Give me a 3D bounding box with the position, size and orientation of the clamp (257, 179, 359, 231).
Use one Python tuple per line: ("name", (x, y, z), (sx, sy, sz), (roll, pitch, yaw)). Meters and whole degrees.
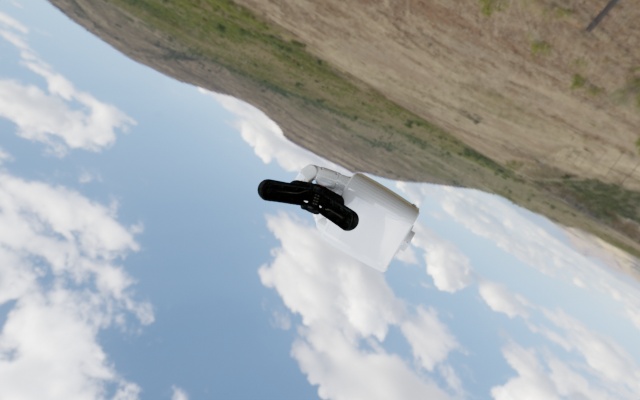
("clamp", (0.000, 0.002, 0.605), (0.120, 0.039, 0.171), (28, 11, 10))
